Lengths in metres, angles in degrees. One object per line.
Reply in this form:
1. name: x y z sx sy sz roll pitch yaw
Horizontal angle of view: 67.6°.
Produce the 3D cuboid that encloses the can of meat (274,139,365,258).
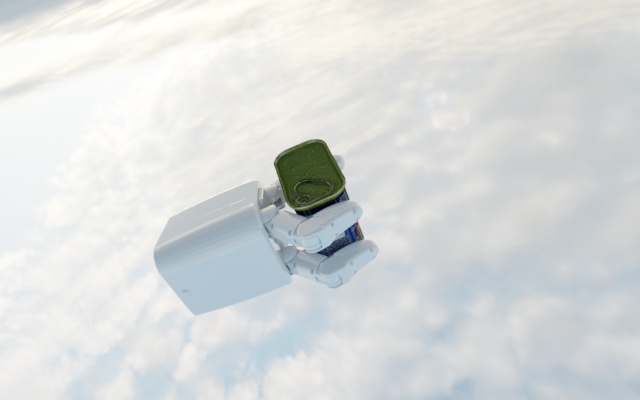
1. can of meat: 0.000 0.002 0.477 0.057 0.084 0.102 -23 38 -1
